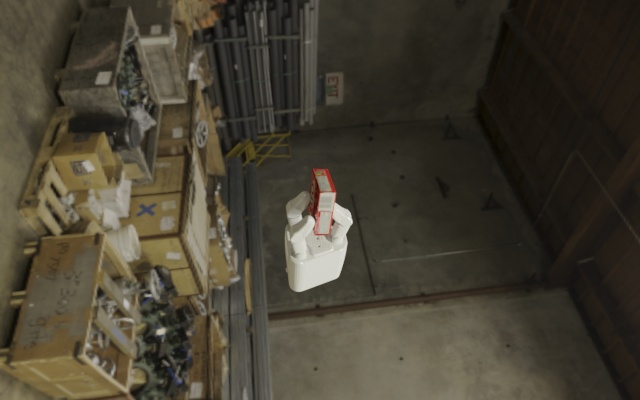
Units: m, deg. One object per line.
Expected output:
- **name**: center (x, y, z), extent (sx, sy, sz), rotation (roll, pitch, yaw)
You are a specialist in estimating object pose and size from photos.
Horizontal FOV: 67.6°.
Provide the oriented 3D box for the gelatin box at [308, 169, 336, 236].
- **gelatin box**: center (0.001, 0.002, 0.800), extent (0.030, 0.089, 0.073), rotation (0, 36, -12)
